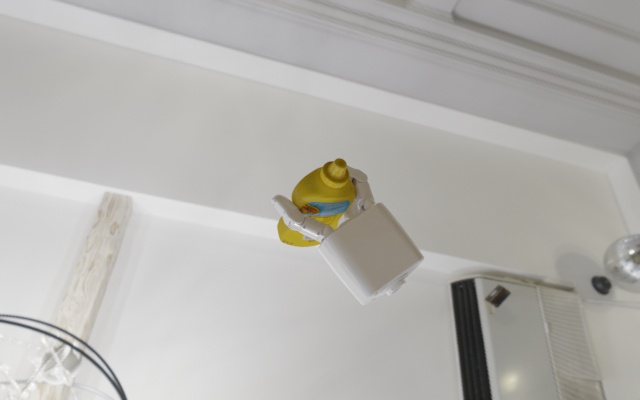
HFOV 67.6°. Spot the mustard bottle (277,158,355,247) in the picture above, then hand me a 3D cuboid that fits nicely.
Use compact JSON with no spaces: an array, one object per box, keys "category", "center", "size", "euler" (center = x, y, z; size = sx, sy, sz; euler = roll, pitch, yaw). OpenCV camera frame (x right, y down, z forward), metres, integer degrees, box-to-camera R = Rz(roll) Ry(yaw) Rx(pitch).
[{"category":"mustard bottle","center":[0.000,0.002,0.730],"size":[0.096,0.058,0.192],"euler":[-1,-33,-22]}]
